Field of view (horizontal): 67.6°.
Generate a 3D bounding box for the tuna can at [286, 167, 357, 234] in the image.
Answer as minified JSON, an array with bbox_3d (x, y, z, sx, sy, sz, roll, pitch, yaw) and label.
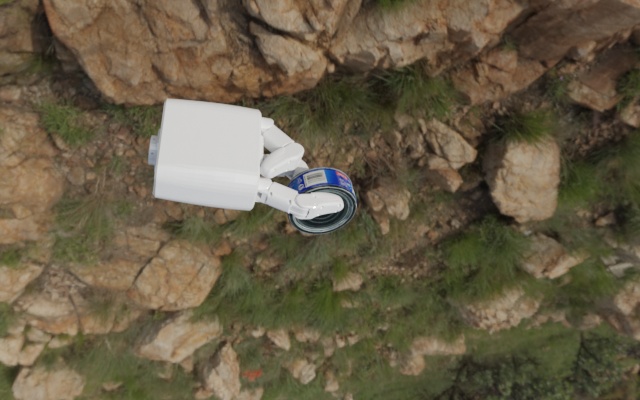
[{"bbox_3d":[0.000,0.002,0.577,0.086,0.033,0.086,-7,-43,-7],"label":"tuna can"}]
